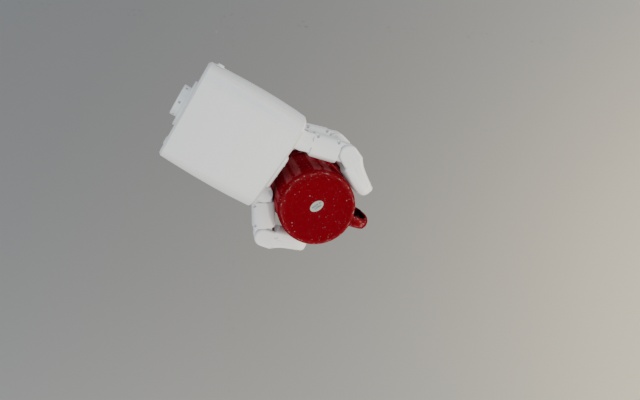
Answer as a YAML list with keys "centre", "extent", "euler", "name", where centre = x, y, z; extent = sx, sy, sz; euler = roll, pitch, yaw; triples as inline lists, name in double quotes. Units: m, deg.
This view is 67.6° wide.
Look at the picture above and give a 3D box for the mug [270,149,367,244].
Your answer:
- centre: [0.001, 0.002, 0.525]
  extent: [0.117, 0.093, 0.081]
  euler: [28, 11, -18]
  name: "mug"
